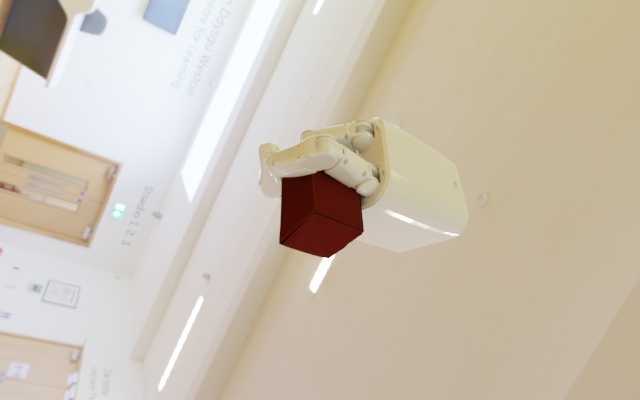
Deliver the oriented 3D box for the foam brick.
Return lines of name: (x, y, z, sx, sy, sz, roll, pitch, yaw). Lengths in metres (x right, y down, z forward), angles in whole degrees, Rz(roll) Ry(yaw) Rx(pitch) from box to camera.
foam brick: (0.000, 0.002, 0.411, 0.051, 0.078, 0.053, 23, -44, -28)
